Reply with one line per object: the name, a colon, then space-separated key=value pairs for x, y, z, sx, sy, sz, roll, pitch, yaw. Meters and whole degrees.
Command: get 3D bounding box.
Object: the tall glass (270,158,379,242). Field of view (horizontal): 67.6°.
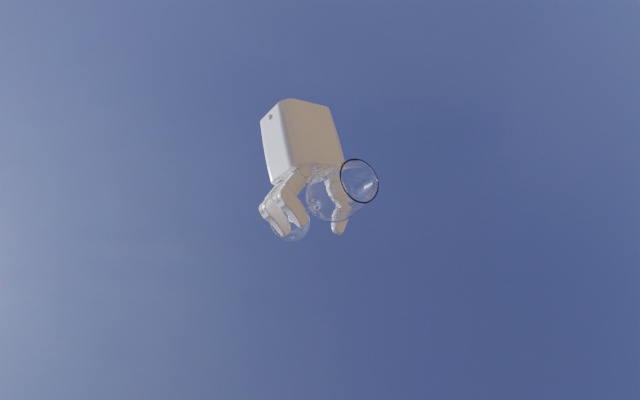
tall glass: x=0.000 y=0.003 z=0.698 sx=0.079 sy=0.079 sz=0.201 roll=0 pitch=-16 yaw=-32
